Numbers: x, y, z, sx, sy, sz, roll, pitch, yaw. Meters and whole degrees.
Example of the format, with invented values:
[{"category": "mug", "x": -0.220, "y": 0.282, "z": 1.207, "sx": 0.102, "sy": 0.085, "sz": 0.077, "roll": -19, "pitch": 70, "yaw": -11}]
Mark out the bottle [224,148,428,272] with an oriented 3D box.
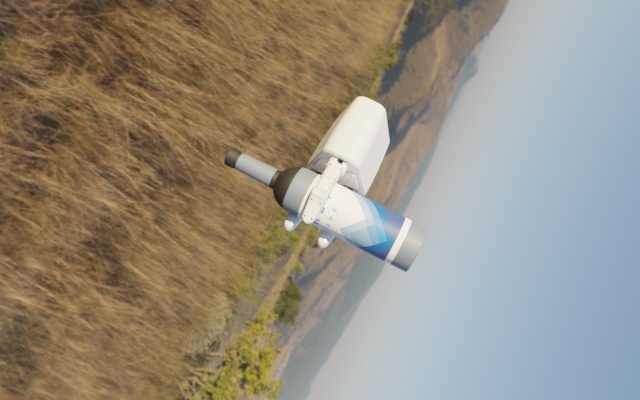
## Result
[{"category": "bottle", "x": 0.000, "y": 0.002, "z": 0.665, "sx": 0.295, "sy": 0.069, "sz": 0.069, "roll": 27, "pitch": 3, "yaw": 6}]
